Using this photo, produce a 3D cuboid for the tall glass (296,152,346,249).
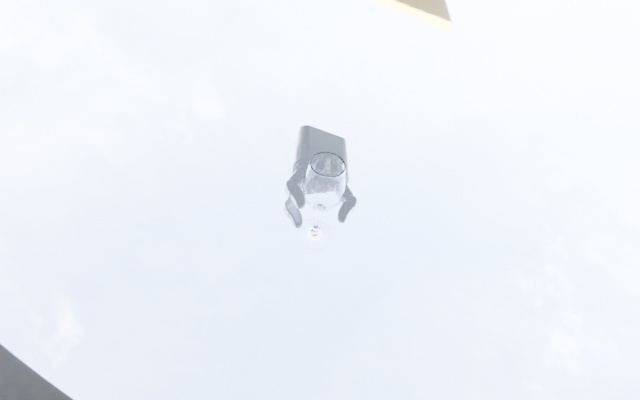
[{"bbox_3d":[0.000,0.003,0.887,0.079,0.079,0.201,0,-40,-10],"label":"tall glass"}]
